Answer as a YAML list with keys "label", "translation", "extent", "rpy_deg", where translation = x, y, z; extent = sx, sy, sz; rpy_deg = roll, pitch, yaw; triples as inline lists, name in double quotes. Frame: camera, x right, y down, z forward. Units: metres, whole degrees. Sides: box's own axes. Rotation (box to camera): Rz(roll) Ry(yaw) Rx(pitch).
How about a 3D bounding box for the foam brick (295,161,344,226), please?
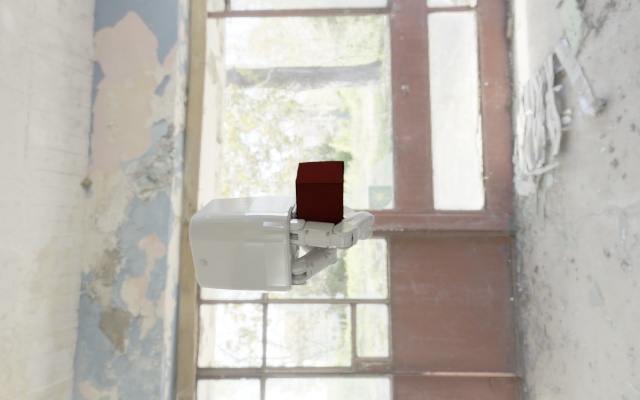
- label: "foam brick"
  translation: [0.000, 0.001, 0.525]
  extent: [0.051, 0.078, 0.053]
  rpy_deg: [1, 30, 3]
